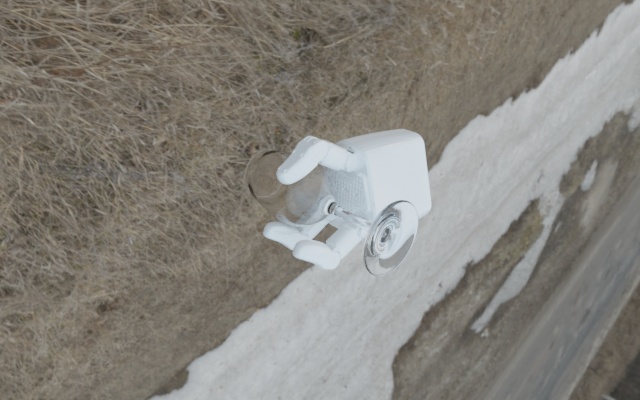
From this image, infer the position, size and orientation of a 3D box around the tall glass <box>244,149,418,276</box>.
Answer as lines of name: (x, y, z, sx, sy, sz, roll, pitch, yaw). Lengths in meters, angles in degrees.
tall glass: (0.000, 0.002, 0.499, 0.079, 0.079, 0.201, 0, 19, -44)
